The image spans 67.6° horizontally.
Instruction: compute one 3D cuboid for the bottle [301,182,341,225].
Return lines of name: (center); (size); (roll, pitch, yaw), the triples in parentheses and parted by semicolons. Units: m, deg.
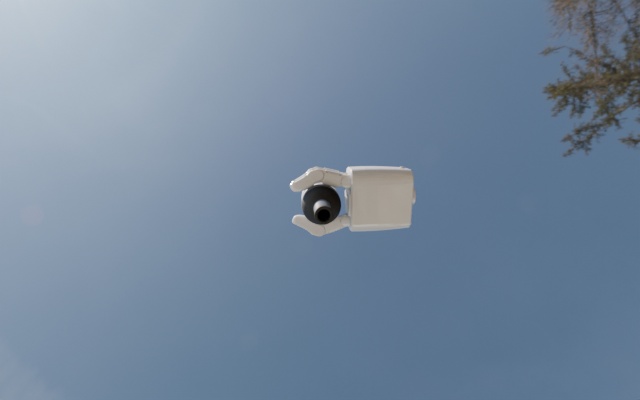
bottle: (0.000, 0.003, 0.830); (0.069, 0.069, 0.295); (0, 7, -2)
